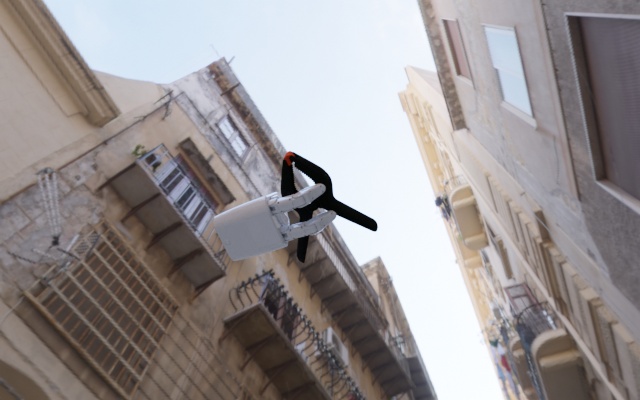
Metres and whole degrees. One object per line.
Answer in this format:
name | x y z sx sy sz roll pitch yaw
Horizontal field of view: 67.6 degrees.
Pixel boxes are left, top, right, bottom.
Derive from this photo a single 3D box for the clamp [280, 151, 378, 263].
clamp | 0.000 0.002 0.858 0.164 0.210 0.036 -19 21 10
